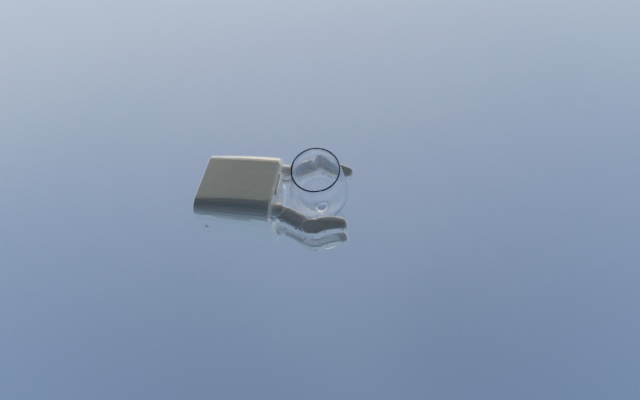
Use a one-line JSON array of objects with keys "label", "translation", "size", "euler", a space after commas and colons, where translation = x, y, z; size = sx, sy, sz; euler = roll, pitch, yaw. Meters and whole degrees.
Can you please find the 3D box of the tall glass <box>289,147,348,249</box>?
[{"label": "tall glass", "translation": [0.000, 0.002, 0.672], "size": [0.079, 0.079, 0.201], "euler": [0, -24, 4]}]
